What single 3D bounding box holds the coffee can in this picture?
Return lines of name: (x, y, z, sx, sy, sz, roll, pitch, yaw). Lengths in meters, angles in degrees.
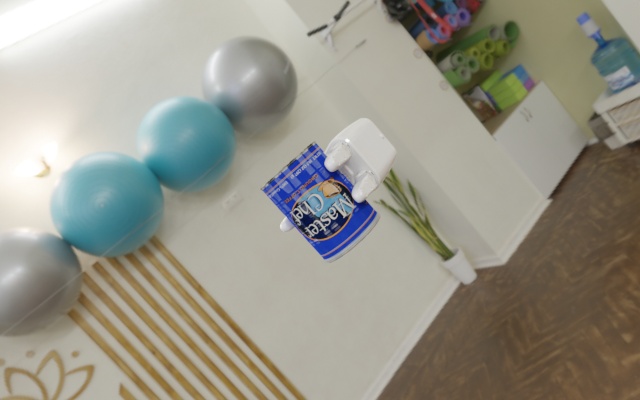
coffee can: (0.000, 0.002, 0.671, 0.103, 0.140, 0.103, -41, 5, 5)
